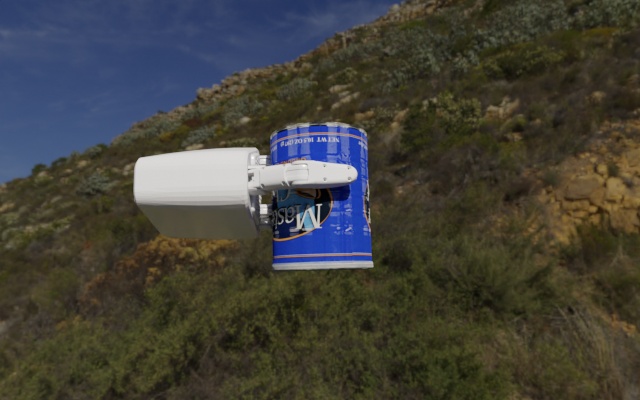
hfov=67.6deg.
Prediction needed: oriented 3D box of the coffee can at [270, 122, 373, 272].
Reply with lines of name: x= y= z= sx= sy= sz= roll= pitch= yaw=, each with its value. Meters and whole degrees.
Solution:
coffee can: x=0.000 y=0.002 z=0.495 sx=0.103 sy=0.140 sz=0.103 roll=-2 pitch=-9 yaw=0
